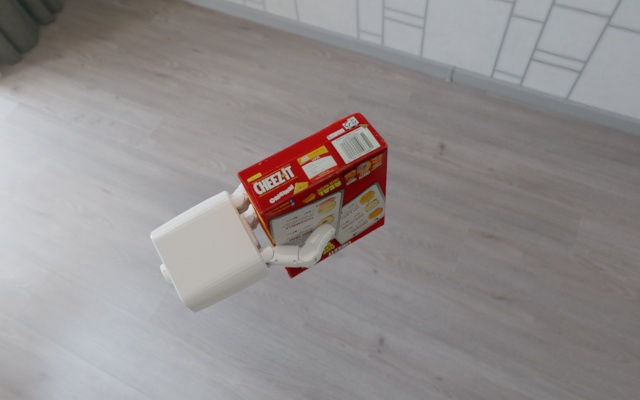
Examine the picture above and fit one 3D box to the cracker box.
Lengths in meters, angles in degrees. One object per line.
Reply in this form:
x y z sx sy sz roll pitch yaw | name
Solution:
0.000 0.002 0.623 0.164 0.072 0.214 -29 -27 -9 | cracker box
